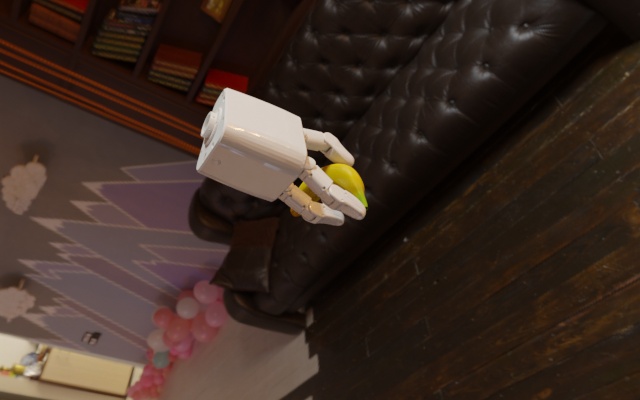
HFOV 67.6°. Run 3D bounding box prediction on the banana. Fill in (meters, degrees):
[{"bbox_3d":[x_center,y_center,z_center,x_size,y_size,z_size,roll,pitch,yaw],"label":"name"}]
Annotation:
[{"bbox_3d":[0.006,-0.016,0.691,0.037,0.069,0.198,18,-13,-27],"label":"banana"}]
